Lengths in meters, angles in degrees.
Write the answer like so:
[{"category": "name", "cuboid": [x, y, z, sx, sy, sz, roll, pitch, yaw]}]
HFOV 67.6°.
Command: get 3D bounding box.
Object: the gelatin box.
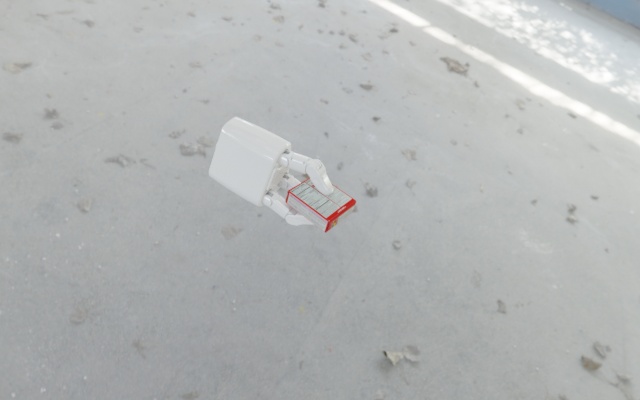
[{"category": "gelatin box", "cuboid": [0.000, 0.002, 0.766, 0.089, 0.030, 0.073, 35, 45, 21]}]
